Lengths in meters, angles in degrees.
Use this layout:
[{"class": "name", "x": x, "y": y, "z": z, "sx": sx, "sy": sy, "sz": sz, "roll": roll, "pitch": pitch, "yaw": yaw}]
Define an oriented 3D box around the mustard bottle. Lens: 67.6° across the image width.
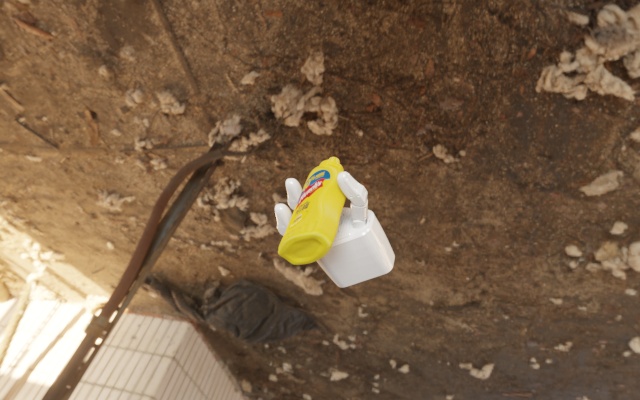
[{"class": "mustard bottle", "x": 0.000, "y": 0.002, "z": 0.726, "sx": 0.058, "sy": 0.191, "sz": 0.096, "roll": 37, "pitch": -44, "yaw": -19}]
